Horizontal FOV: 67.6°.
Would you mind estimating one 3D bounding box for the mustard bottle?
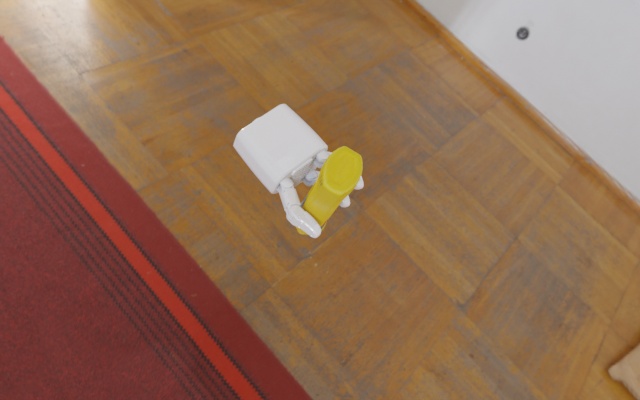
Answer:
[{"bbox_3d":[0.000,0.003,0.770,0.058,0.096,0.192,29,-39,-4],"label":"mustard bottle"}]
